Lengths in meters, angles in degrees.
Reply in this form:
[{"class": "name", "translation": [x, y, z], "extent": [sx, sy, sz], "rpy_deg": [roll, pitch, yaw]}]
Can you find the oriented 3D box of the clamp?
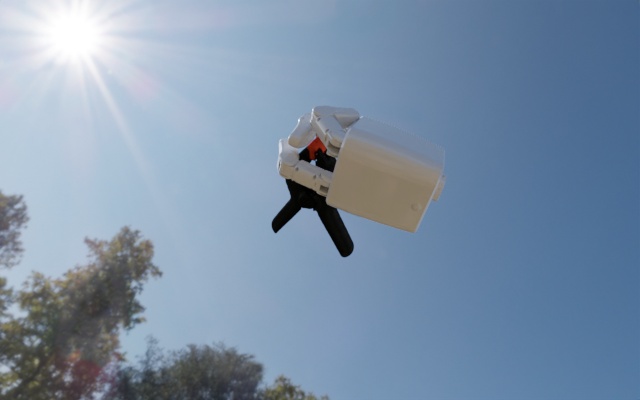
[{"class": "clamp", "translation": [0.000, 0.001, 0.611], "extent": [0.120, 0.172, 0.039], "rpy_deg": [20, 45, 6]}]
